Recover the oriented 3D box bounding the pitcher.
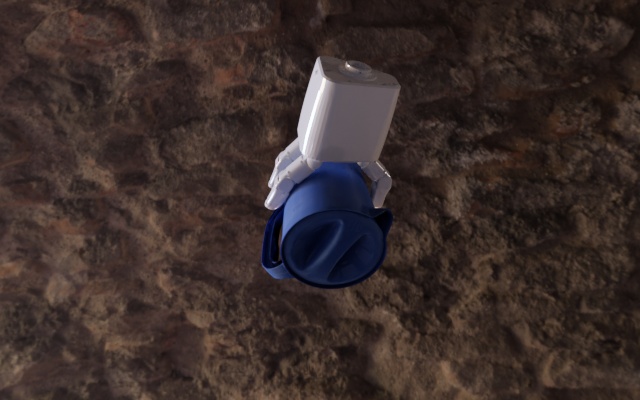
[{"bbox_3d":[0.000,0.002,0.687,0.149,0.145,0.242,8,34,-10],"label":"pitcher"}]
